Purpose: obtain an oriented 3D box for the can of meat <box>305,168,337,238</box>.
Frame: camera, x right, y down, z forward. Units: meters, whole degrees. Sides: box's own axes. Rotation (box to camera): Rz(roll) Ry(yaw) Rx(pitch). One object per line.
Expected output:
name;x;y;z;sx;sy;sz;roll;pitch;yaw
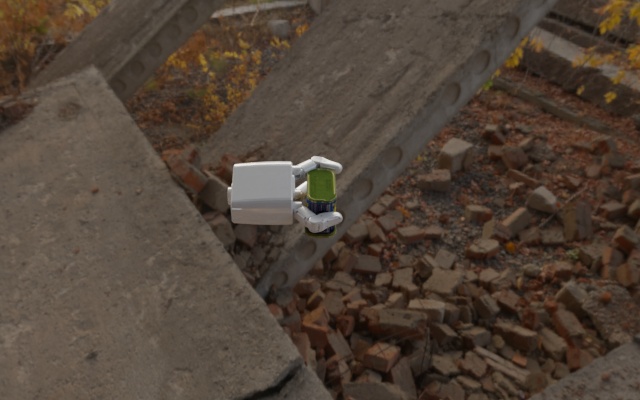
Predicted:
can of meat;0.000;0.003;0.860;0.057;0.084;0.102;0;39;-2
